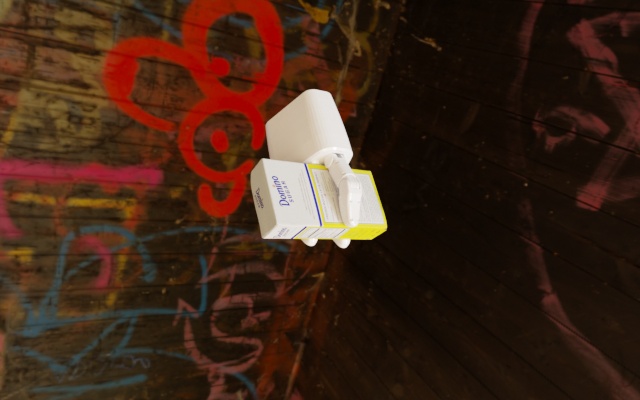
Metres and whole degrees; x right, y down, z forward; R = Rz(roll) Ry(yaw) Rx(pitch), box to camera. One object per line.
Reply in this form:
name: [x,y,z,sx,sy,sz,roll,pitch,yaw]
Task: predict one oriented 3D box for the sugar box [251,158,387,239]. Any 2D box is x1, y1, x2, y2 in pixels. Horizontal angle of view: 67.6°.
sugar box: [0.000,0.002,0.621,0.176,0.093,0.048,3,-30,-33]
